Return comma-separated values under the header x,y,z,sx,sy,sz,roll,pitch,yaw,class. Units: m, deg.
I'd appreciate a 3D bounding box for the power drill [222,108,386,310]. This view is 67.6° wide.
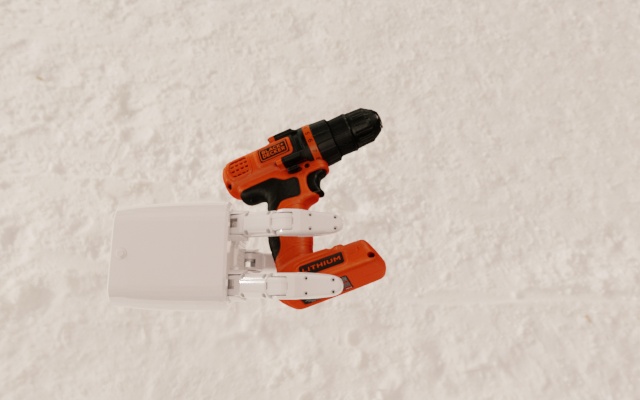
x,y,z,sx,sy,sz,roll,pitch,yaw,class
0.000,0.002,0.488,0.184,0.187,0.057,-24,-34,6,power drill
